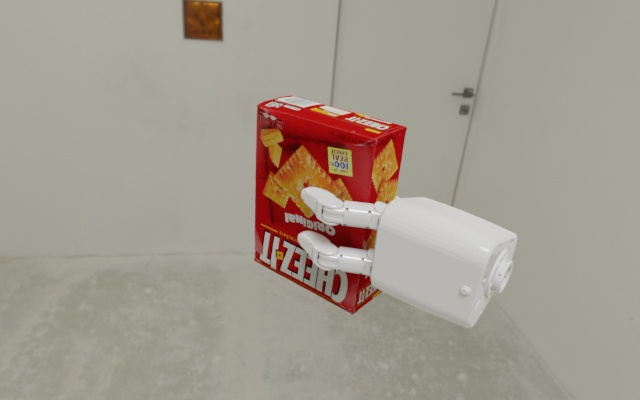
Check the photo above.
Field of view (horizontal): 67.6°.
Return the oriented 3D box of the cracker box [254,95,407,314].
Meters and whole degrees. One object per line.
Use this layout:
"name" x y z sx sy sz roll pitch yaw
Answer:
"cracker box" 0.000 0.002 0.557 0.164 0.214 0.072 23 31 32
